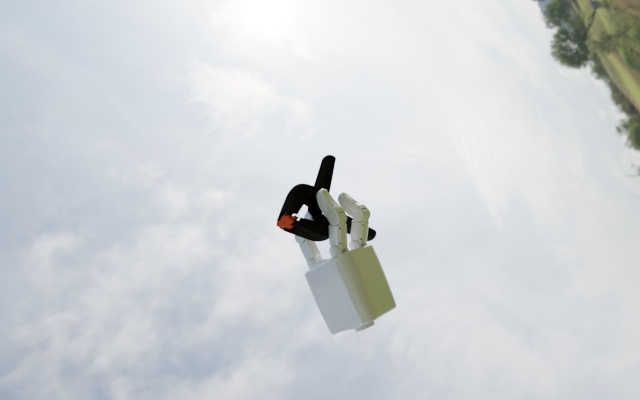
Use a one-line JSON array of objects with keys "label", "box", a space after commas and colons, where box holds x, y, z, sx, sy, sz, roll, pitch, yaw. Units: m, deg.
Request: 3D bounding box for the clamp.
[{"label": "clamp", "box": [-0.001, 0.003, 0.753, 0.036, 0.164, 0.210, -33, -14, 33]}]
